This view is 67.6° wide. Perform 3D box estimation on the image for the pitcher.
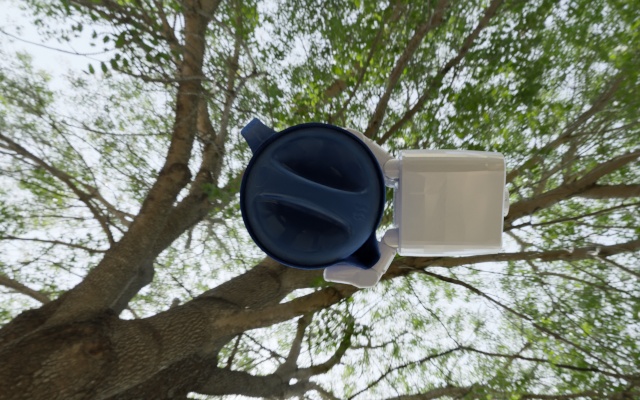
[{"bbox_3d":[0.000,0.002,0.540,0.145,0.149,0.243,1,-8,7],"label":"pitcher"}]
